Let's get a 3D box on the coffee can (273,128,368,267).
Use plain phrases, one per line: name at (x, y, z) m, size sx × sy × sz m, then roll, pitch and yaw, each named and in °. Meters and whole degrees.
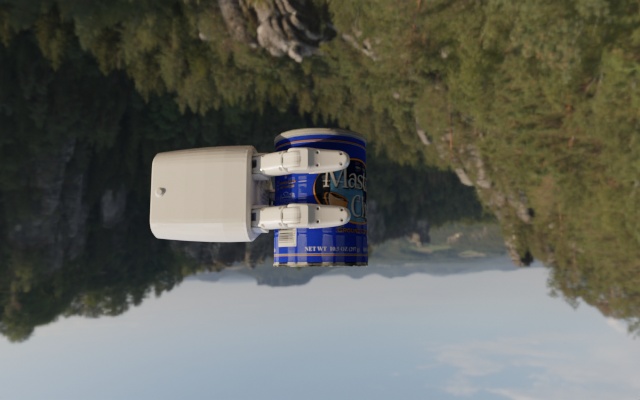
coffee can at (0.000, 0.002, 0.524) m, size 0.103 × 0.140 × 0.103 m, roll 0°, pitch -7°, yaw 0°
